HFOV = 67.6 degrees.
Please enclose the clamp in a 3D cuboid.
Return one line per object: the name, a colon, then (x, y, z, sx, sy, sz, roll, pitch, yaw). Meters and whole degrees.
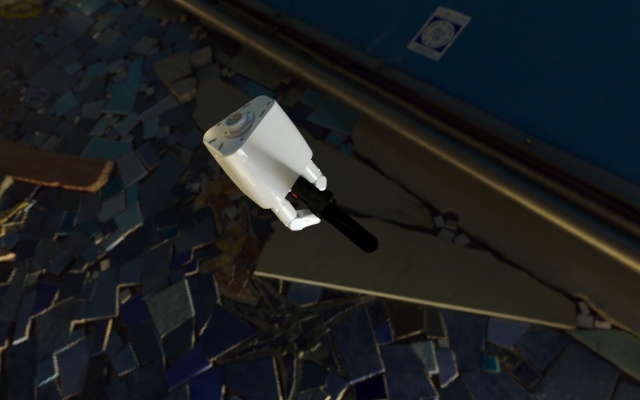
clamp: (0.000, 0.002, 0.651, 0.171, 0.039, 0.120, 33, -15, 47)
